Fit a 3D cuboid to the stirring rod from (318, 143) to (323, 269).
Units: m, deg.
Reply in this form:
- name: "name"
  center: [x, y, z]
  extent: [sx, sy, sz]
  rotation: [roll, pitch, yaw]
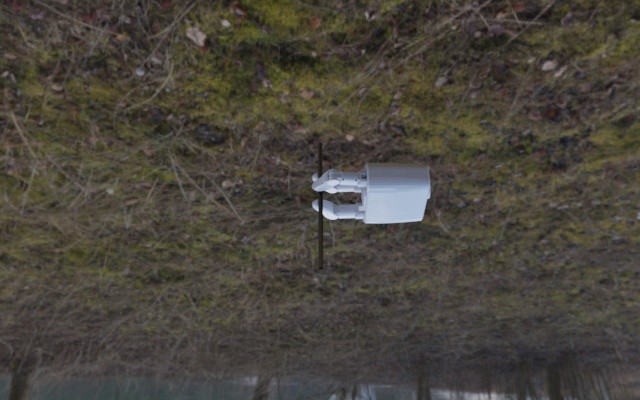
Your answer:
- name: "stirring rod"
  center: [0.000, 0.003, 0.826]
  extent: [0.011, 0.239, 0.011]
  rotation: [0, -27, 0]
